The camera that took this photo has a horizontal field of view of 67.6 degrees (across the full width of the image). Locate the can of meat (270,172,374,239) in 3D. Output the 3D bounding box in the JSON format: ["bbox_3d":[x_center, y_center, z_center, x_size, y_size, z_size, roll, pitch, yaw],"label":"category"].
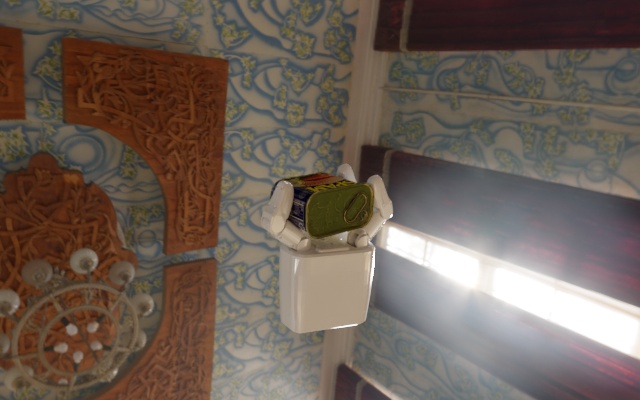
[{"bbox_3d":[0.000,0.002,0.586,0.102,0.057,0.084,-12,21,-36],"label":"can of meat"}]
